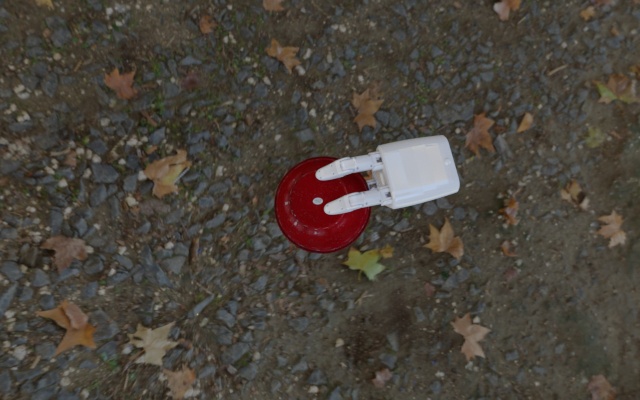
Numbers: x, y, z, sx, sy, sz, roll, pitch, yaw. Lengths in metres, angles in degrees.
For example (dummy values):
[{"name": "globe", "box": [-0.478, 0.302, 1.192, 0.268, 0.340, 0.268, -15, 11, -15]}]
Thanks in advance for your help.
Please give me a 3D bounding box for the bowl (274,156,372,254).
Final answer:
[{"name": "bowl", "box": [-0.001, 0.003, 0.756, 0.162, 0.162, 0.055, 0, -8, 7]}]
